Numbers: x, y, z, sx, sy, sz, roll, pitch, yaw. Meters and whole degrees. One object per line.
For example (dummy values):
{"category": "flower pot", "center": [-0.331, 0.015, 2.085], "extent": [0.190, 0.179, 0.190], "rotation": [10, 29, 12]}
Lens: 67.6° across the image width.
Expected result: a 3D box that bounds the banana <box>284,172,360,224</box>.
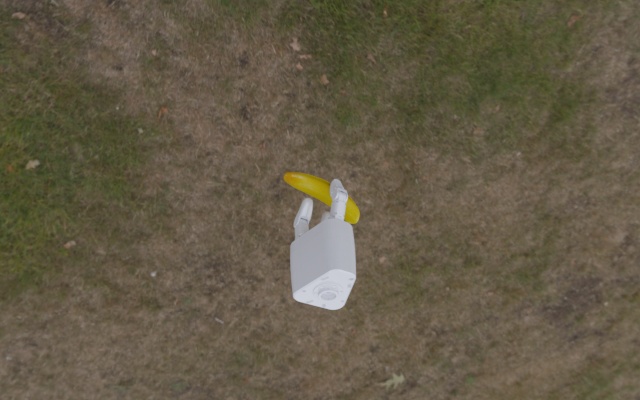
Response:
{"category": "banana", "center": [0.017, -0.001, 0.891], "extent": [0.069, 0.037, 0.198], "rotation": [-20, -42, 33]}
